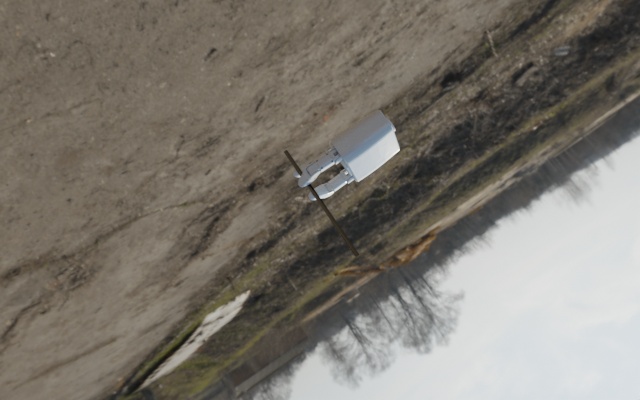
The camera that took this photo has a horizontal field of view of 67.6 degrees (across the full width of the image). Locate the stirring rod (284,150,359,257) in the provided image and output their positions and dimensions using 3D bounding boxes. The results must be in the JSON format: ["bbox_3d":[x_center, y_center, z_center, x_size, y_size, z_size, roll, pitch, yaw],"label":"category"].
[{"bbox_3d":[0.000,0.003,0.886,0.011,0.239,0.011,-33,-12,-8],"label":"stirring rod"}]
